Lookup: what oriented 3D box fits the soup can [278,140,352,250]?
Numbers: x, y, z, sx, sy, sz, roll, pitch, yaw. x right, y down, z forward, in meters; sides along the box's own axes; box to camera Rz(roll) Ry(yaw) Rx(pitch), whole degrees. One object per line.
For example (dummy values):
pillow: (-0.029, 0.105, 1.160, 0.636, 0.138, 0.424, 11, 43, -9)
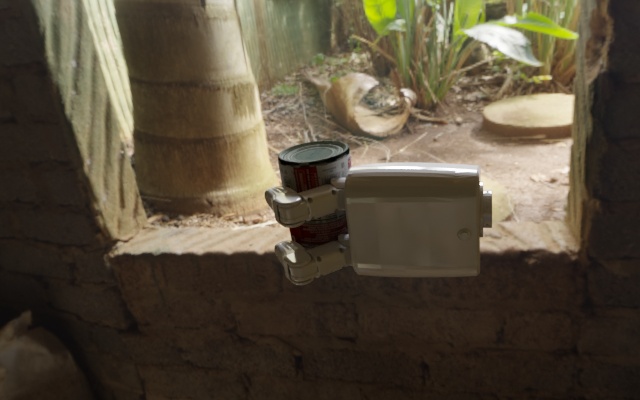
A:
soup can: (0.000, 0.001, 0.451, 0.068, 0.102, 0.068, -7, 22, 3)
